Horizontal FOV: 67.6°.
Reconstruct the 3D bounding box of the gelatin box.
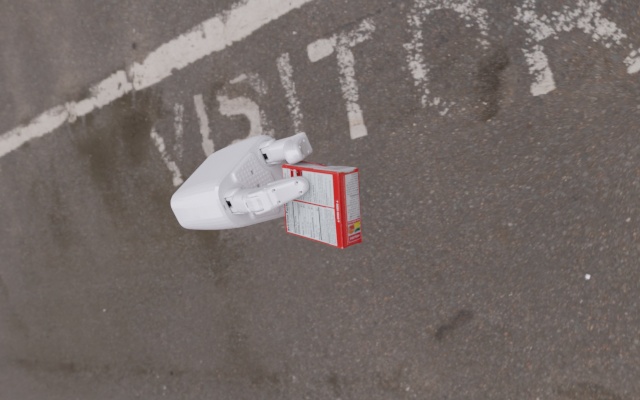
[{"bbox_3d":[0.000,0.002,0.470,0.030,0.073,0.089,-15,17,-39],"label":"gelatin box"}]
